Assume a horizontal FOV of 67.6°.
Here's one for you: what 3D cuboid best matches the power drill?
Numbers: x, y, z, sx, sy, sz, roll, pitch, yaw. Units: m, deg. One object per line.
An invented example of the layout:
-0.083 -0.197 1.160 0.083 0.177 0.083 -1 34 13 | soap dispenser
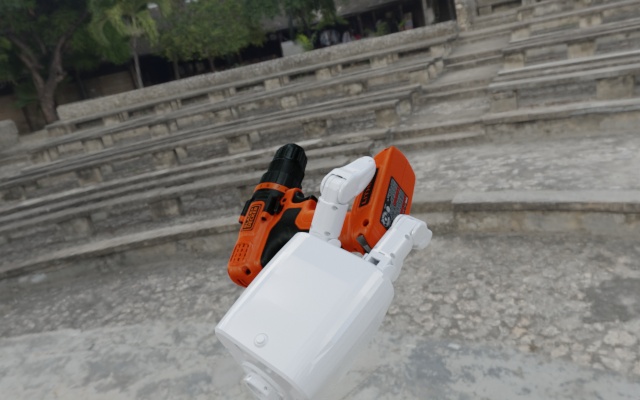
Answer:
0.000 0.002 0.490 0.187 0.184 0.057 -11 -40 38 | power drill
